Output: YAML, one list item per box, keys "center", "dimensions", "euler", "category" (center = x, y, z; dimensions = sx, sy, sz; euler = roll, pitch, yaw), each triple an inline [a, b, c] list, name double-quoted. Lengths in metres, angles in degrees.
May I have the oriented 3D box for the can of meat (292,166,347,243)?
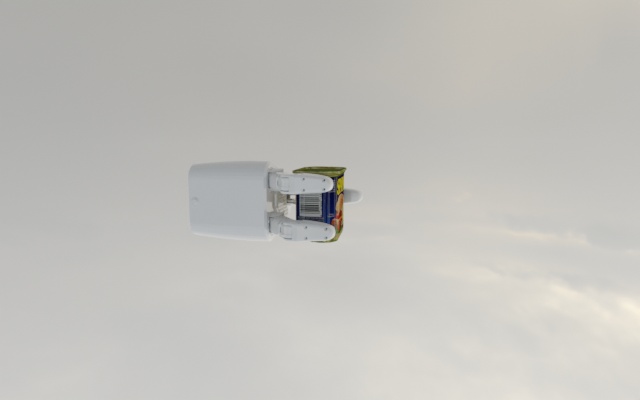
- center: [0.000, 0.002, 0.595]
  dimensions: [0.057, 0.084, 0.102]
  euler: [2, 7, 9]
  category: "can of meat"
